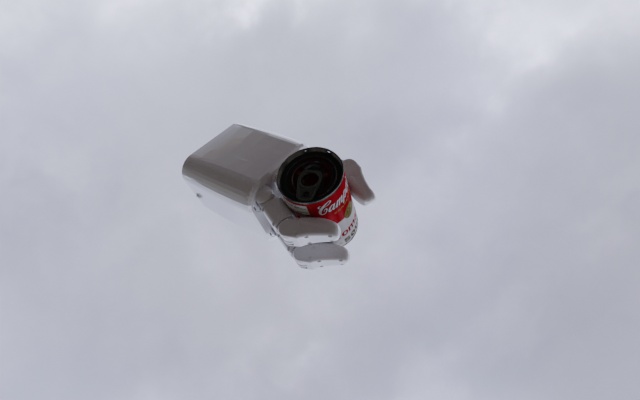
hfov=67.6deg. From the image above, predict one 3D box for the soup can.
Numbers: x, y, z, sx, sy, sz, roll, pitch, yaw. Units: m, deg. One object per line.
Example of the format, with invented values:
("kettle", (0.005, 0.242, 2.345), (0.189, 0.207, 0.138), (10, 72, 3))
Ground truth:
("soup can", (0.001, 0.002, 0.505), (0.068, 0.068, 0.102), (0, -33, 15))
